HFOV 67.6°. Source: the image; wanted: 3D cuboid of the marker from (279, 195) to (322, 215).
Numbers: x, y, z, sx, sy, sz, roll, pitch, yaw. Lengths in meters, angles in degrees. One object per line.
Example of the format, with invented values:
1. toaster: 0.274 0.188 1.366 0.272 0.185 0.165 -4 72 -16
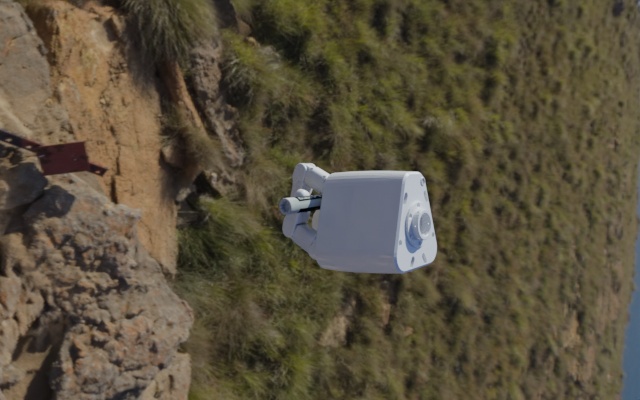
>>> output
1. marker: 0.000 0.002 0.569 0.020 0.020 0.121 0 5 41
